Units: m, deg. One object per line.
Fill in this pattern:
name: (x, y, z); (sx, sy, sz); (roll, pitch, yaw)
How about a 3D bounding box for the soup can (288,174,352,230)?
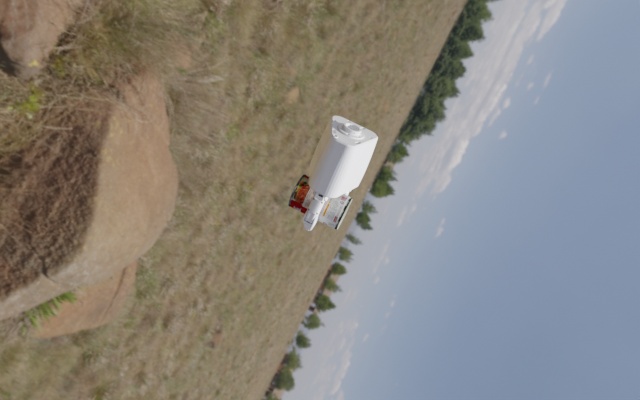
soup can: (0.000, 0.004, 0.895); (0.102, 0.068, 0.068); (26, 3, 6)
